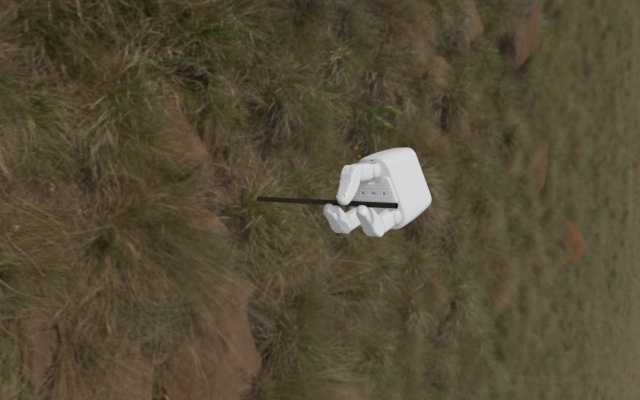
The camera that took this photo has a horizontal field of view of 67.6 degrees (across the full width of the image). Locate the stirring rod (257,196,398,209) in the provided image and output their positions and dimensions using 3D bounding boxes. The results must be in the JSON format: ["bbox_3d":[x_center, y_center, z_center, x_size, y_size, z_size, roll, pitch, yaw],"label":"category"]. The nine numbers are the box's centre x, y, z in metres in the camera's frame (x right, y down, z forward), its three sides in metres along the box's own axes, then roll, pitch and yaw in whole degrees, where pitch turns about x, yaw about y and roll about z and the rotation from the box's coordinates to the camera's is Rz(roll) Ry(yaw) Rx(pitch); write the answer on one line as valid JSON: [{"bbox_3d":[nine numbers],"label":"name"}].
[{"bbox_3d":[0.000,0.002,0.680,0.239,0.011,0.011,3,2,36],"label":"stirring rod"}]
